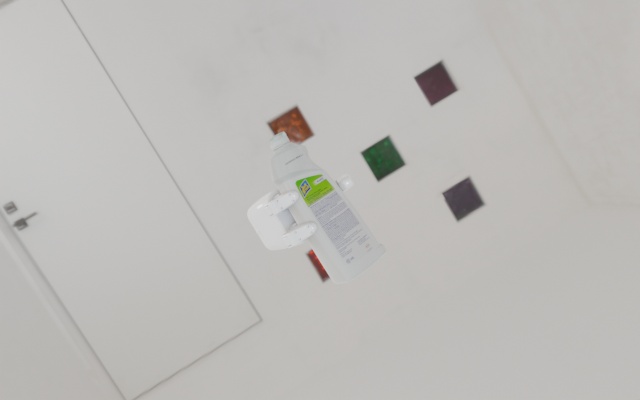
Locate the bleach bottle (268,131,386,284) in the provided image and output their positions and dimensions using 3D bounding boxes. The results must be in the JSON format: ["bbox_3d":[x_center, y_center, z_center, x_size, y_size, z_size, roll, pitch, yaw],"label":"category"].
[{"bbox_3d":[0.000,0.003,0.761,0.102,0.251,0.068,-34,5,-33],"label":"bleach bottle"}]
